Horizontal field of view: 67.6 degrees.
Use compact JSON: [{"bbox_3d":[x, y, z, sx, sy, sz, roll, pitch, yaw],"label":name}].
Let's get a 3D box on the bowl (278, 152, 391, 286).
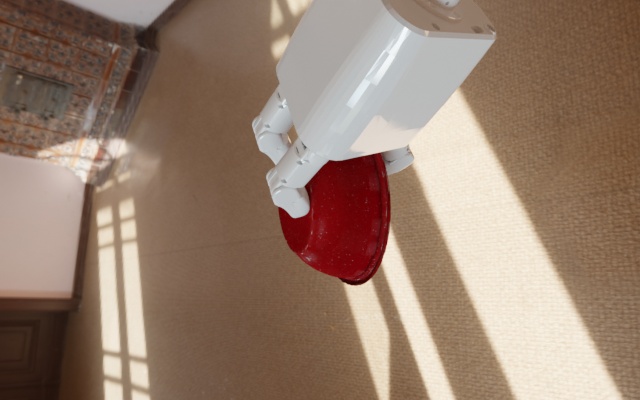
[{"bbox_3d":[-0.001,0.002,0.444,0.055,0.162,0.162,-4,2,-23],"label":"bowl"}]
